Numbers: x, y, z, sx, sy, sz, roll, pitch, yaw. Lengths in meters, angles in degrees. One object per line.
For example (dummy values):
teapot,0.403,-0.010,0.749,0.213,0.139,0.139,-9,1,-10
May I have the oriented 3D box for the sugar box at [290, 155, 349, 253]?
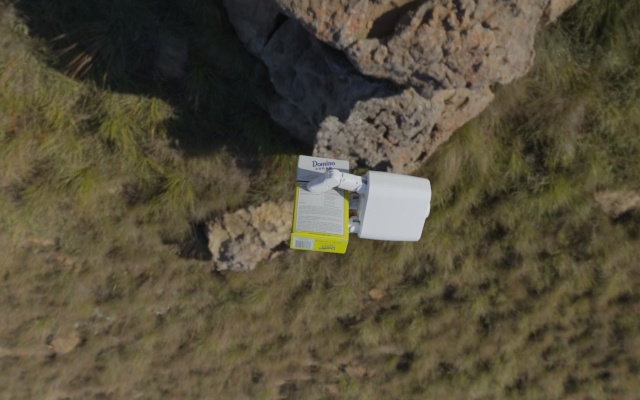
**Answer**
sugar box,0.000,0.003,0.813,0.093,0.176,0.048,7,-42,-3
